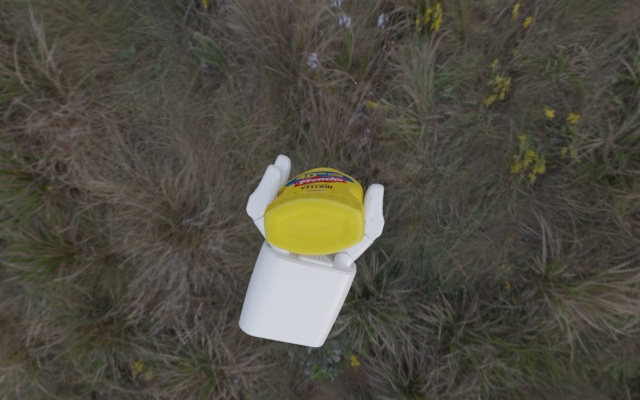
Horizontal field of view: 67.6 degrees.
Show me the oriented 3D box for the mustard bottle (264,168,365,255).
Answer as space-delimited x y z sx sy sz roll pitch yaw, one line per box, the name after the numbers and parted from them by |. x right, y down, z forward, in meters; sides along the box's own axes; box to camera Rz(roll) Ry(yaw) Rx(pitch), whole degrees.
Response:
0.000 0.001 0.533 0.096 0.058 0.191 -3 14 5 | mustard bottle
